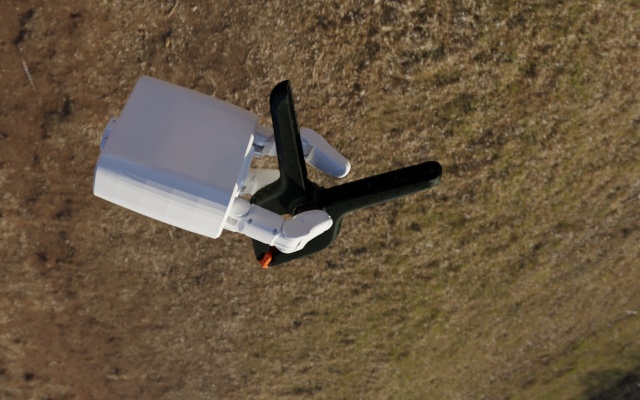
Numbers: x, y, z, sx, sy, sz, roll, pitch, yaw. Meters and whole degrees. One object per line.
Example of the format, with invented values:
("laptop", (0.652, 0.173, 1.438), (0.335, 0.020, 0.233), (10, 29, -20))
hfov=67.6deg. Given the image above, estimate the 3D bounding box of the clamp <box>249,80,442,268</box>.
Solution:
("clamp", (0.000, 0.002, 0.454), (0.164, 0.036, 0.210), (21, -48, -12))
